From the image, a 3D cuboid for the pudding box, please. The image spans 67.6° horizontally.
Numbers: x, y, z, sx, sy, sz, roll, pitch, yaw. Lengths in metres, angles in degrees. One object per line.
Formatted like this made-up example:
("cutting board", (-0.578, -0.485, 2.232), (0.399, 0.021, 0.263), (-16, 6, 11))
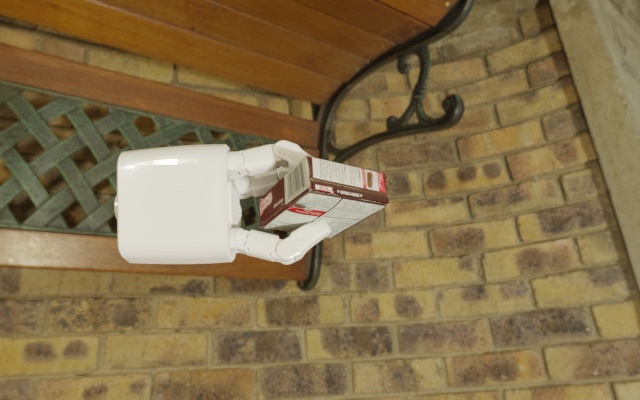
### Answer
("pudding box", (0.000, 0.002, 0.481), (0.090, 0.039, 0.113), (9, -24, -28))
